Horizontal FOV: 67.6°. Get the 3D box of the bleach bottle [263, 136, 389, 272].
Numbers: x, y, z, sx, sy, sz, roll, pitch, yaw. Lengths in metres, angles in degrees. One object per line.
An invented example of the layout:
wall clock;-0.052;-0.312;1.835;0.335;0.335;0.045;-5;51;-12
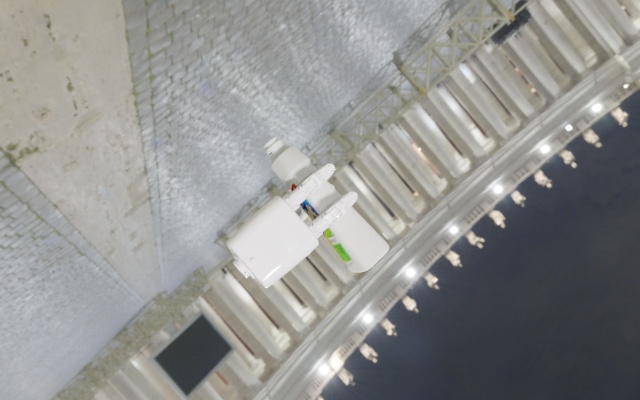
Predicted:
bleach bottle;0.000;0.003;0.772;0.068;0.251;0.102;-42;3;-13
